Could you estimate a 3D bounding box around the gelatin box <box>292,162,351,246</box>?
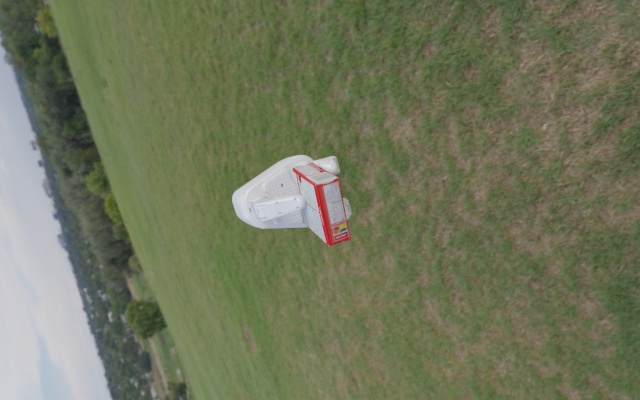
[{"bbox_3d":[0.000,0.002,0.542,0.030,0.073,0.089,-17,21,-15],"label":"gelatin box"}]
